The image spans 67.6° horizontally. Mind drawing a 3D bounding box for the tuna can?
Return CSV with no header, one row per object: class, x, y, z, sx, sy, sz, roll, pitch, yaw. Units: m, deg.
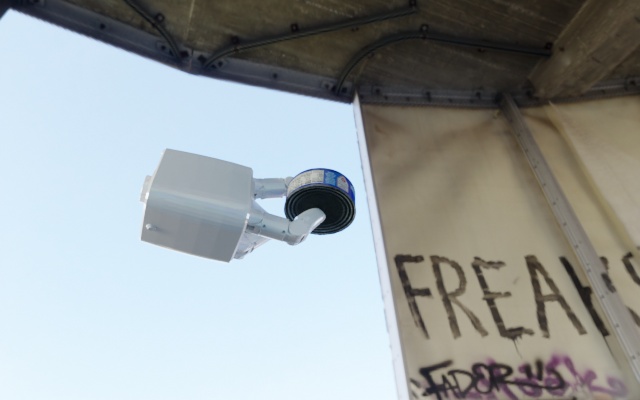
tuna can,0.000,0.001,0.575,0.086,0.033,0.086,2,-44,2
